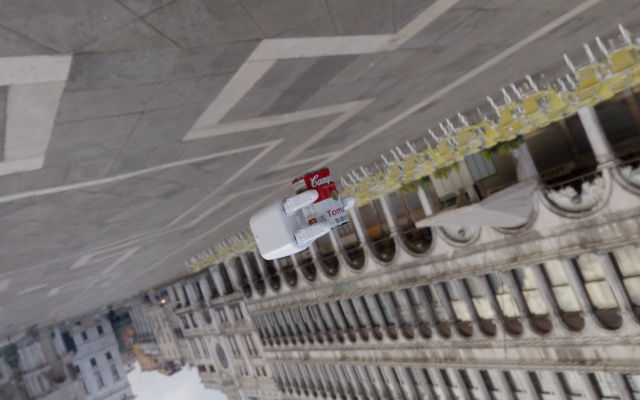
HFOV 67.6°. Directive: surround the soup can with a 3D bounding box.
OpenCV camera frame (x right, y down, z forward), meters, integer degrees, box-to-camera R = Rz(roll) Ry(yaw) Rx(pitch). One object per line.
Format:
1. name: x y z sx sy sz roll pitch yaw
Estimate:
1. soup can: 0.001 0.003 0.806 0.068 0.102 0.068 -21 -4 -1
